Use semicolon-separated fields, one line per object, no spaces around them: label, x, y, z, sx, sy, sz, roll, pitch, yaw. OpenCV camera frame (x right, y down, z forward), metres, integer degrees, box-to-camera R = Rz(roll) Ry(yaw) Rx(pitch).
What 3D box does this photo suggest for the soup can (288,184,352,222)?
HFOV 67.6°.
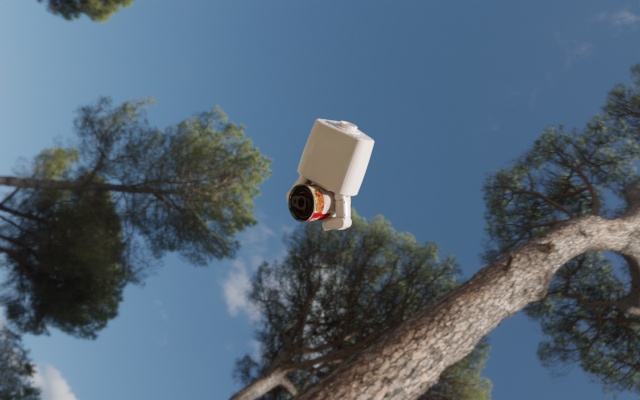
soup can;0.000;0.003;0.883;0.068;0.068;0.102;0;2;44
